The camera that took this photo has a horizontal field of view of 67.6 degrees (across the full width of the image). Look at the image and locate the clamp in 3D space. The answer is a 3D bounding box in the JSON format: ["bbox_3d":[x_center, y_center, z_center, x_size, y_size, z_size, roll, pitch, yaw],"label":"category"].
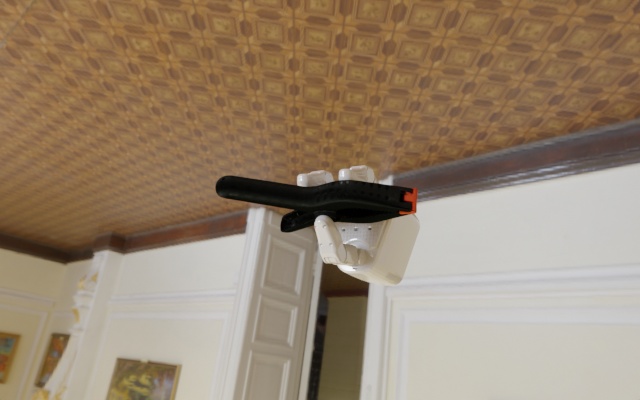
[{"bbox_3d":[0.001,0.003,0.535,0.210,0.036,0.165,-5,-20,30],"label":"clamp"}]
